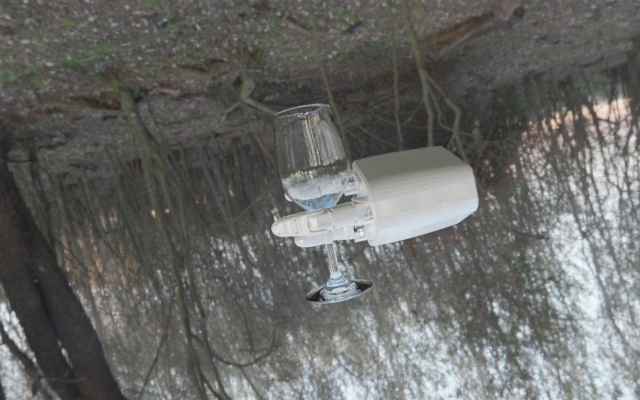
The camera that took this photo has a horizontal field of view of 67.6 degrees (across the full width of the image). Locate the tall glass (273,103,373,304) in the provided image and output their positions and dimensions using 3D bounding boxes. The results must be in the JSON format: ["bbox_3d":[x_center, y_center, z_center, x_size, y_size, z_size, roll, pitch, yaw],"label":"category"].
[{"bbox_3d":[0.000,0.002,0.511,0.079,0.201,0.079,-12,4,1],"label":"tall glass"}]
